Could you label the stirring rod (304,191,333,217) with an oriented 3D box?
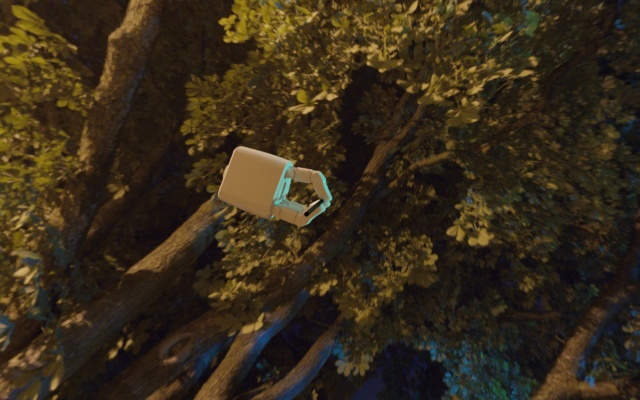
[{"bbox_3d":[0.000,0.003,0.869,0.011,0.011,0.239,0,9,11],"label":"stirring rod"}]
